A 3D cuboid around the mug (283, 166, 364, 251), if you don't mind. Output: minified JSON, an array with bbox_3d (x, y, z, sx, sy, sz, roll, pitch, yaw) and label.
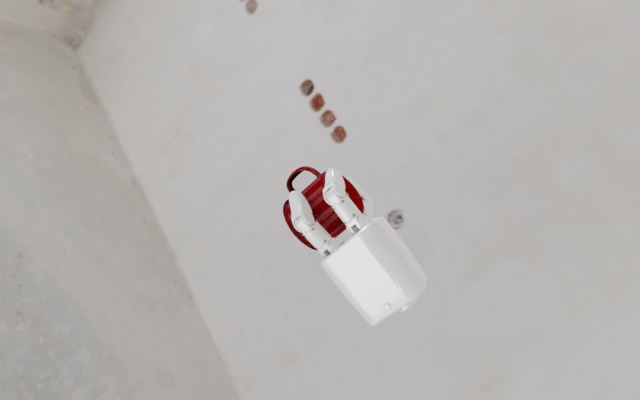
[{"bbox_3d":[-0.001,0.001,0.680,0.081,0.117,0.093,-41,-7,27],"label":"mug"}]
